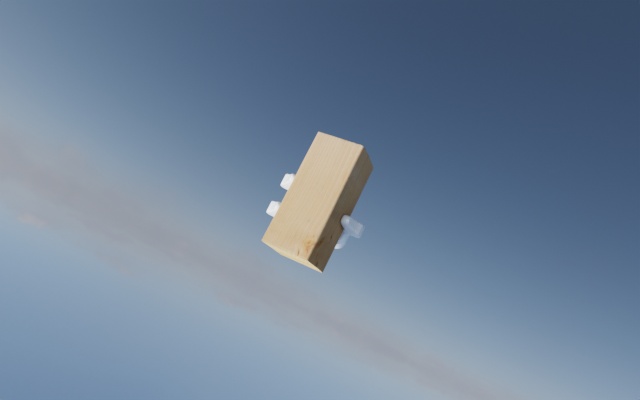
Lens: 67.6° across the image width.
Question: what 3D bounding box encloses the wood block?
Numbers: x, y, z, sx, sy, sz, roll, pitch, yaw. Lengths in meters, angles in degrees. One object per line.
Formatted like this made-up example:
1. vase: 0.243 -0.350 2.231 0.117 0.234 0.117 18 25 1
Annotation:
1. wood block: 0.000 0.003 0.800 0.091 0.206 0.090 21 -13 24
